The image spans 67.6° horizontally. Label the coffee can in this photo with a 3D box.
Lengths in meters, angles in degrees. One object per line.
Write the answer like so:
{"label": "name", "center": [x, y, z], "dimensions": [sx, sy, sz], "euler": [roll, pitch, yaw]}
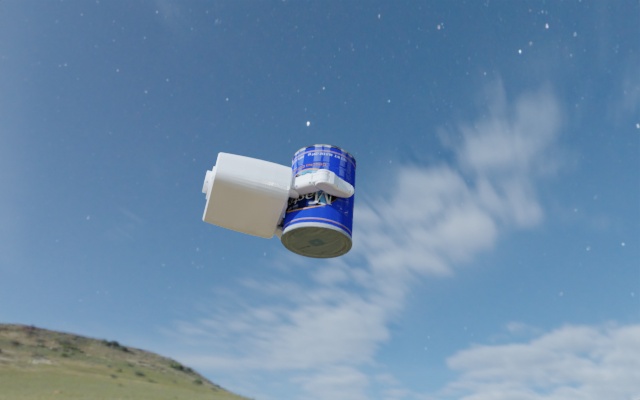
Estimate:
{"label": "coffee can", "center": [0.000, 0.002, 0.716], "dimensions": [0.103, 0.140, 0.103], "euler": [4, -31, 3]}
